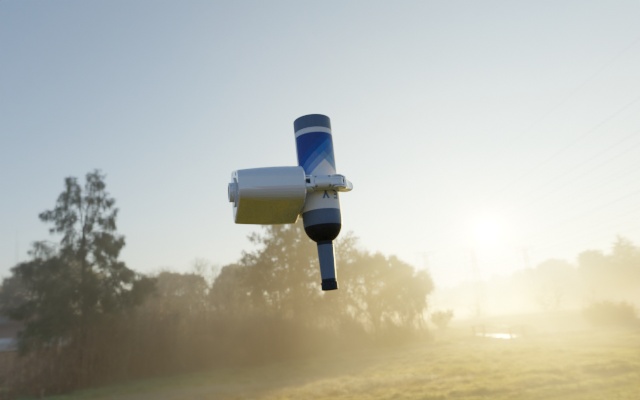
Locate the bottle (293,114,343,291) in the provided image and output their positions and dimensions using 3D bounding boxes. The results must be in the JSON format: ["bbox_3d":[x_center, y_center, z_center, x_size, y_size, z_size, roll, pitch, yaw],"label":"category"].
[{"bbox_3d":[0.000,0.002,0.806,0.069,0.295,0.069,-6,-14,-1],"label":"bottle"}]
